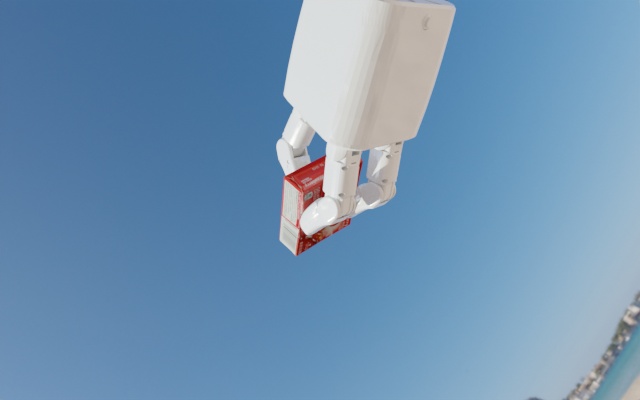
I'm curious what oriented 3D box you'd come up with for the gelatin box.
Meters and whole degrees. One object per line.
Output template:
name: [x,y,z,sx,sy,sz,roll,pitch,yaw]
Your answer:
gelatin box: [0.000,0.001,0.451,0.073,0.089,0.030,-28,55,-32]
